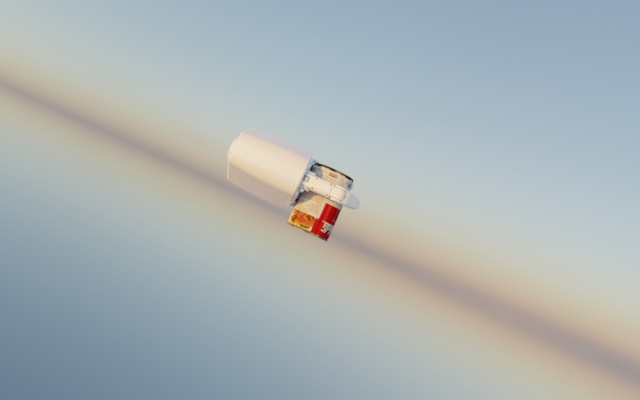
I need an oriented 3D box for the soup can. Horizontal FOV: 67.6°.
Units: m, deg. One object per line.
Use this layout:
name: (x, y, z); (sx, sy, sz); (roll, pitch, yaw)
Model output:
soup can: (0.001, 0.002, 0.723); (0.068, 0.102, 0.068); (24, -3, 1)
